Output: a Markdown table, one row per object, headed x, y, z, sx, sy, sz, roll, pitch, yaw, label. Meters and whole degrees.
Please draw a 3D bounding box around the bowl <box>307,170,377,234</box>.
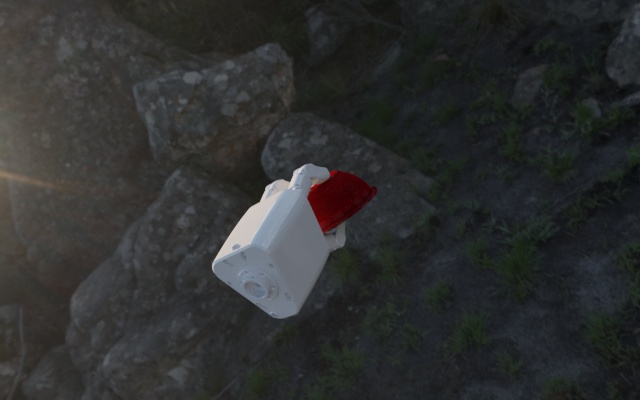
| x | y | z | sx | sy | sz | roll | pitch | yaw | label |
| --- | --- | --- | --- | --- | --- | --- | --- | --- | --- |
| 0.000 | 0.001 | 0.696 | 0.162 | 0.055 | 0.162 | -31 | 8 | 5 | bowl |
